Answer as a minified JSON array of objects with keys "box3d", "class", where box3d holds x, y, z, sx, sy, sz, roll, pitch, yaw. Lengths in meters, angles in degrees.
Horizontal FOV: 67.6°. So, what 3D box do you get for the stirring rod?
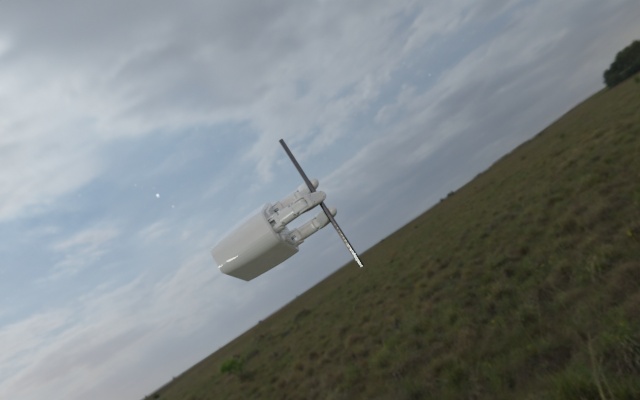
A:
[{"box3d":[0.000,0.003,0.754,0.011,0.239,0.011,-32,-8,-5],"class":"stirring rod"}]
